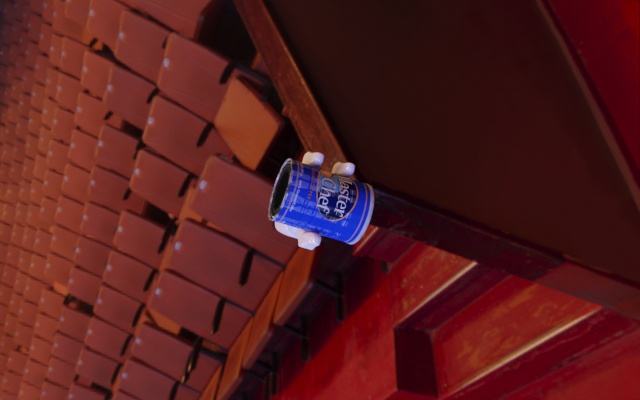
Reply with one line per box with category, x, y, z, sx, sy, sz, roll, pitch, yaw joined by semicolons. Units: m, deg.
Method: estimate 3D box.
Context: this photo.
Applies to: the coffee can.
coffee can;0.000;0.003;0.761;0.140;0.103;0.103;18;-5;-17
